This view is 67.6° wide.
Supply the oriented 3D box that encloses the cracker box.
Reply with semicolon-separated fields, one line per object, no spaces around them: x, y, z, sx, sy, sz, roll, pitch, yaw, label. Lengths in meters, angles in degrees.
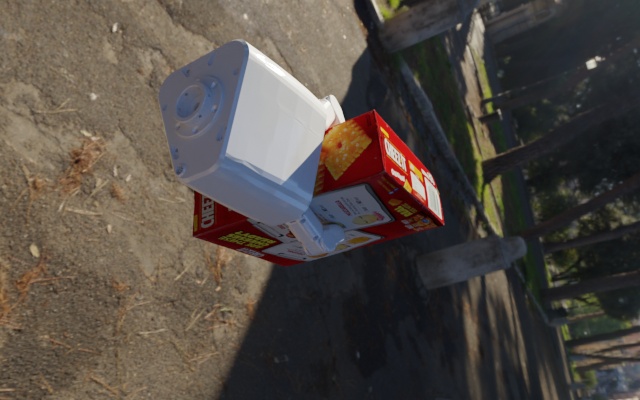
0.000;0.002;0.507;0.214;0.072;0.164;-18;-27;27;cracker box
